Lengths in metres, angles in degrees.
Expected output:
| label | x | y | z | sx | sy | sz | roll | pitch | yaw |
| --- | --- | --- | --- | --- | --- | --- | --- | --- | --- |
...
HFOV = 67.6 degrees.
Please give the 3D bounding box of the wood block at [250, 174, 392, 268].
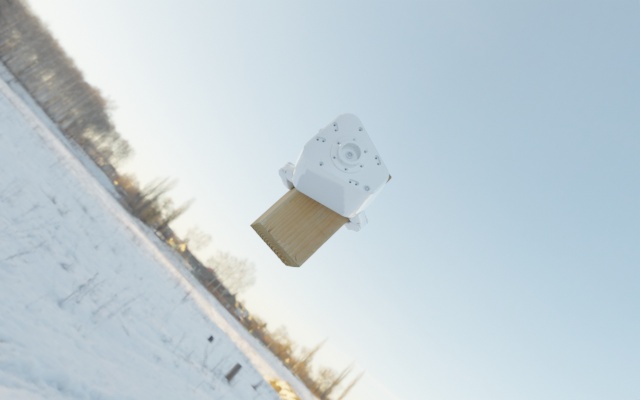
| label | x | y | z | sx | sy | sz | roll | pitch | yaw |
| --- | --- | --- | --- | --- | --- | --- | --- | --- | --- |
| wood block | 0.001 | 0.003 | 0.755 | 0.206 | 0.091 | 0.090 | -42 | 8 | -17 |
